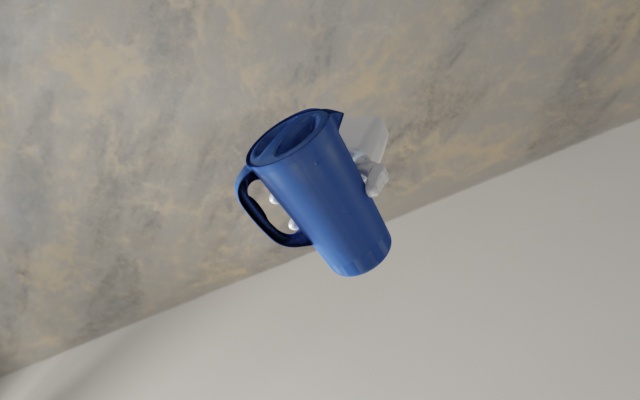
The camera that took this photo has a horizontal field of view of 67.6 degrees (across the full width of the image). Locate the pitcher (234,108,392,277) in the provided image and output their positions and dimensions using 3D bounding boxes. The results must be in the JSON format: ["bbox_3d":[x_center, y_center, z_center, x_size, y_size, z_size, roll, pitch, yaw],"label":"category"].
[{"bbox_3d":[0.000,0.002,0.699,0.149,0.243,0.145,-13,34,32],"label":"pitcher"}]
